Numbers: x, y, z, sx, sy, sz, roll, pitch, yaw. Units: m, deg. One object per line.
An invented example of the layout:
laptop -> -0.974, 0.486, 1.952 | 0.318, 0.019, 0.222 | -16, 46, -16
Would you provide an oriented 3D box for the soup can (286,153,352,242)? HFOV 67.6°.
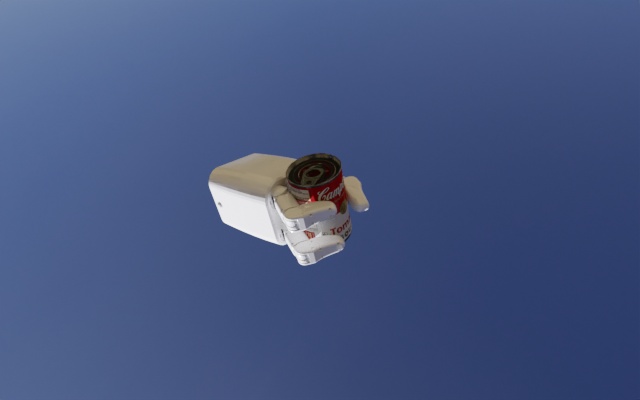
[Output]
soup can -> 0.001, 0.002, 0.596 | 0.068, 0.102, 0.068 | -8, 37, 6
